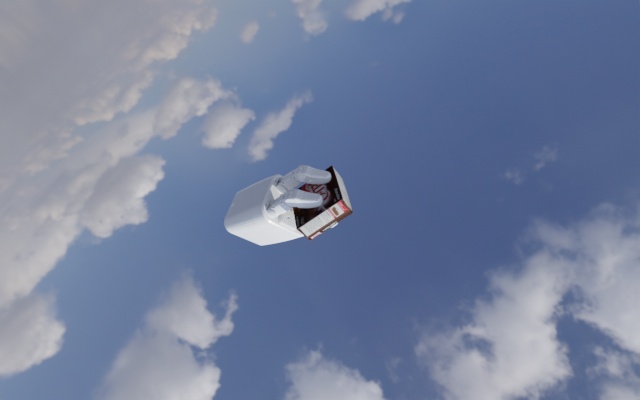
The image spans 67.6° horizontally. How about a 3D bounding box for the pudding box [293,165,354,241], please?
[{"bbox_3d":[0.000,0.003,0.789,0.090,0.039,0.113,-35,33,13],"label":"pudding box"}]
